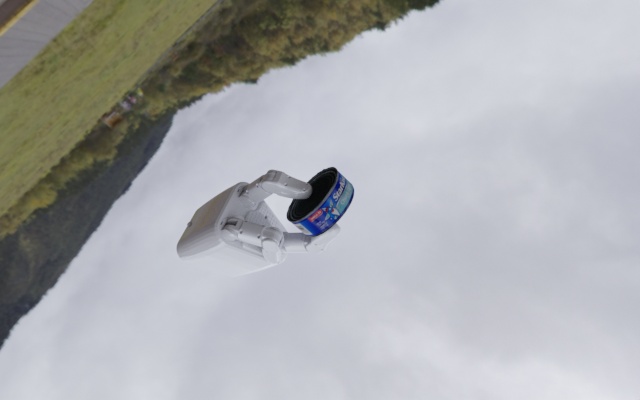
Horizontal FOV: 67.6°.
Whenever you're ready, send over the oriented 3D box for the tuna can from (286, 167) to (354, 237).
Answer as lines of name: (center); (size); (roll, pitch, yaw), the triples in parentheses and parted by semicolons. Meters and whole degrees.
tuna can: (0.001, 0.002, 0.581); (0.034, 0.086, 0.086); (42, -18, -21)
